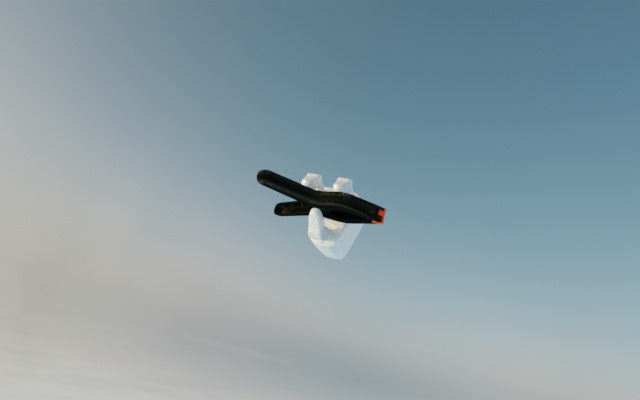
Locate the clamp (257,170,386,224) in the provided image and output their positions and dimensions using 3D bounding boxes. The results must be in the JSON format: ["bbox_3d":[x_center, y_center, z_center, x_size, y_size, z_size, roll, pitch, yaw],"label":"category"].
[{"bbox_3d":[0.000,0.003,0.782,0.210,0.036,0.165,9,-19,16],"label":"clamp"}]
